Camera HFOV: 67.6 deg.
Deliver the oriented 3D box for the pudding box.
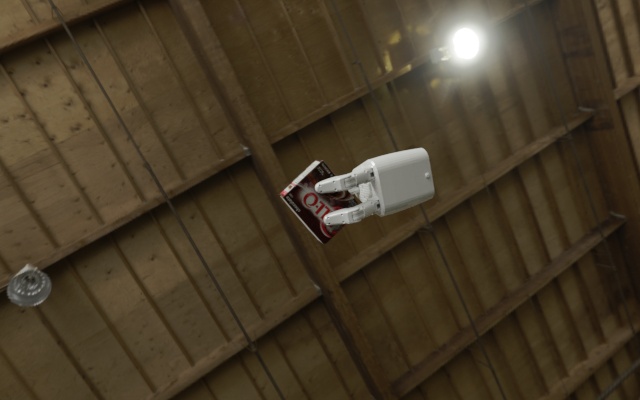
[{"bbox_3d":[0.000,0.003,0.790,0.090,0.113,0.039,-44,17,-9],"label":"pudding box"}]
